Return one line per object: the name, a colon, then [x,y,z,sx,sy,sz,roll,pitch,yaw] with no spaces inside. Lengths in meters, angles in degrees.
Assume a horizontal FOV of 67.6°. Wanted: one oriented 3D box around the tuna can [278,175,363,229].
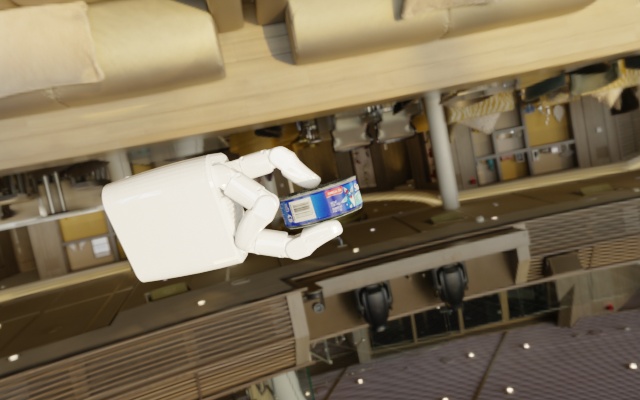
tuna can: [0.000,0.002,0.500,0.086,0.034,0.086,-17,4,1]
